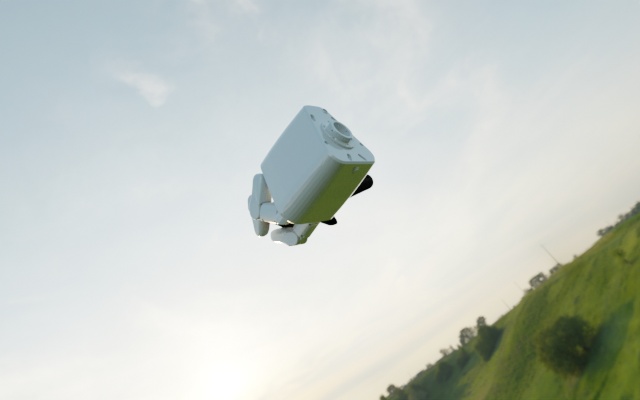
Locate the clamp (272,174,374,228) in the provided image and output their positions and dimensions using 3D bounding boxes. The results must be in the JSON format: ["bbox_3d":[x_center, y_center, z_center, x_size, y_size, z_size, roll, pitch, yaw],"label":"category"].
[{"bbox_3d":[0.000,0.002,0.700,0.171,0.039,0.120,-5,-38,-51],"label":"clamp"}]
